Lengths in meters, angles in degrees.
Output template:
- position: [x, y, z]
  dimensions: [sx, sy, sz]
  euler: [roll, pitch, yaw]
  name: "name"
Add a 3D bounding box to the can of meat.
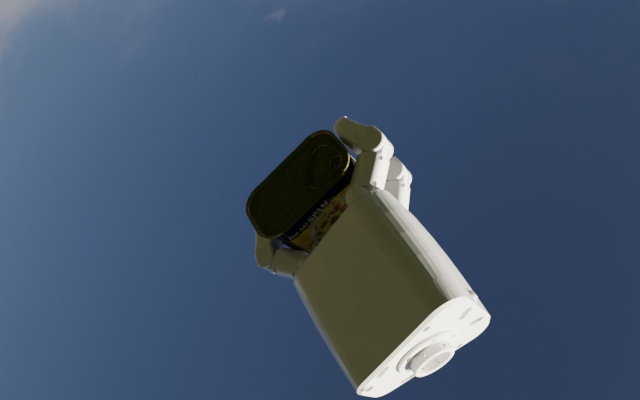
- position: [0.000, 0.002, 0.426]
  dimensions: [0.084, 0.102, 0.057]
  euler: [37, 12, -50]
  name: "can of meat"
